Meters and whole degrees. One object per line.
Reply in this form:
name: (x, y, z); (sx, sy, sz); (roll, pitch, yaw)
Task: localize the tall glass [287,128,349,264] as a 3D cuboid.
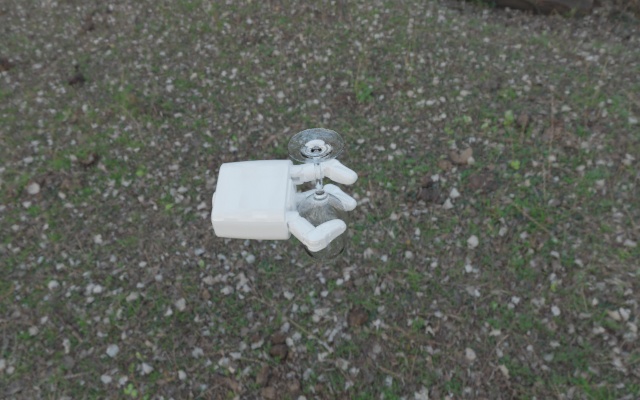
tall glass: (0.000, 0.002, 0.678); (0.079, 0.201, 0.079); (-3, 42, 3)
